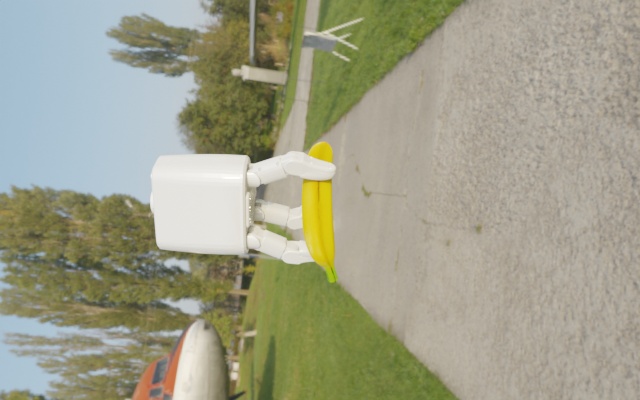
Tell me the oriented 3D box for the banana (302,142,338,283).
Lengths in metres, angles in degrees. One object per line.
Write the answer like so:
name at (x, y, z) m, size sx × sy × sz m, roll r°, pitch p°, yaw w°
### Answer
banana at (-0.002, -0.004, 0.579) m, size 0.037 × 0.197 × 0.070 m, roll -4°, pitch -29°, yaw 5°
